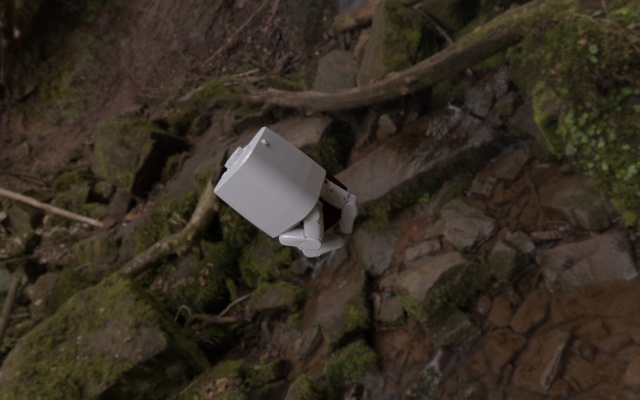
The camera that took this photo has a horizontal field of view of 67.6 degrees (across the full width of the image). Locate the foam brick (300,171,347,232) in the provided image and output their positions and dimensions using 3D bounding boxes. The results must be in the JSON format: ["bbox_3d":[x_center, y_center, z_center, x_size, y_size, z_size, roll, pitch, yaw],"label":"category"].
[{"bbox_3d":[0.000,0.002,0.697,0.053,0.051,0.078,-43,18,33],"label":"foam brick"}]
